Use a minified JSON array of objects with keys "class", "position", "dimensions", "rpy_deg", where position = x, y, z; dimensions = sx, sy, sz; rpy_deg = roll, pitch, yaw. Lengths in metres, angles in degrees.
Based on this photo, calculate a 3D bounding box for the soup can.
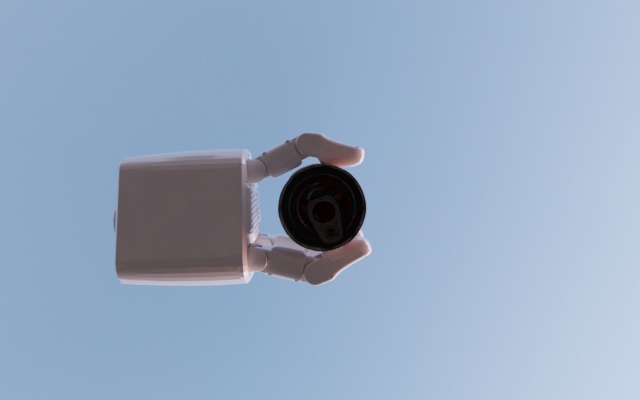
[{"class":"soup can","position":[0.001,0.001,0.414],"dimensions":[0.068,0.068,0.102],"rpy_deg":[0,5,-2]}]
